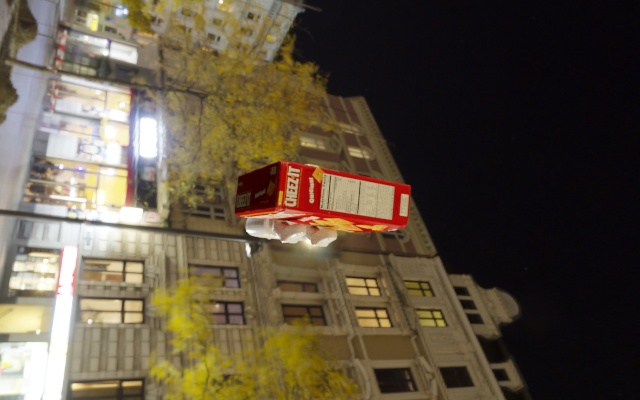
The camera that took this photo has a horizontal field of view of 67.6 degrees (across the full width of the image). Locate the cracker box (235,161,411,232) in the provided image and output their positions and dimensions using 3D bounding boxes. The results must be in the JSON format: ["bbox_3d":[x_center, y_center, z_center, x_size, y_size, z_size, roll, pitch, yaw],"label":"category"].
[{"bbox_3d":[0.000,0.002,0.717,0.214,0.072,0.164,9,-9,-28],"label":"cracker box"}]
